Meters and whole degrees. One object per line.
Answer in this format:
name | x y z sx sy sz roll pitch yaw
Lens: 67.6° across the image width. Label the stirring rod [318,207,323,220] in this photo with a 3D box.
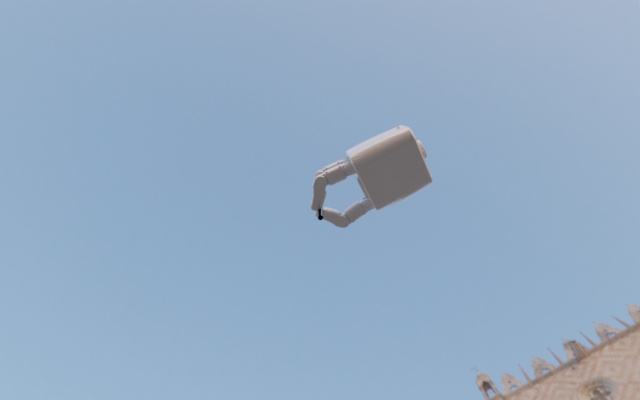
stirring rod | 0.000 0.003 0.833 0.011 0.011 0.239 0 11 0
